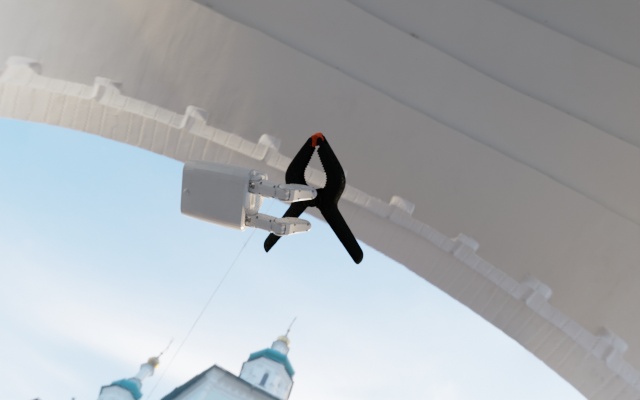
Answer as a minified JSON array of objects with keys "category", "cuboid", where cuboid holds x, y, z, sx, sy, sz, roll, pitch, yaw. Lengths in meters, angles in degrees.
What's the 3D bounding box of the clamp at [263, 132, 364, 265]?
[{"category":"clamp","cuboid":[0.000,0.002,0.745,0.164,0.210,0.036,12,18,8]}]
